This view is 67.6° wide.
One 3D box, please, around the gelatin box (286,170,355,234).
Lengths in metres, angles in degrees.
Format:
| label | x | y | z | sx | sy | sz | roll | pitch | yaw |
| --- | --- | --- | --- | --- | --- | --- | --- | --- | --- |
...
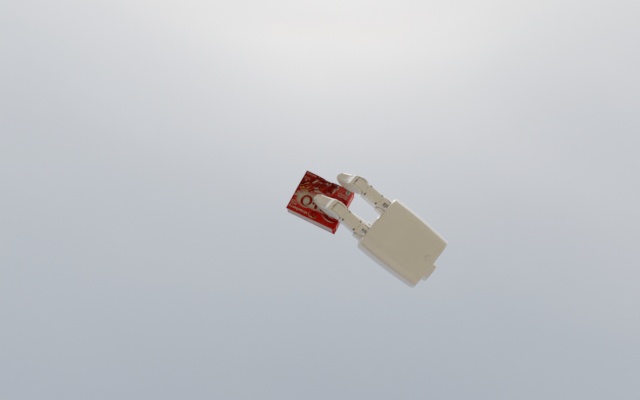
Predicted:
| label | x | y | z | sx | sy | sz | roll | pitch | yaw |
| --- | --- | --- | --- | --- | --- | --- | --- | --- | --- |
| gelatin box | 0.000 | 0.003 | 0.776 | 0.089 | 0.073 | 0.030 | 25 | -15 | 11 |
